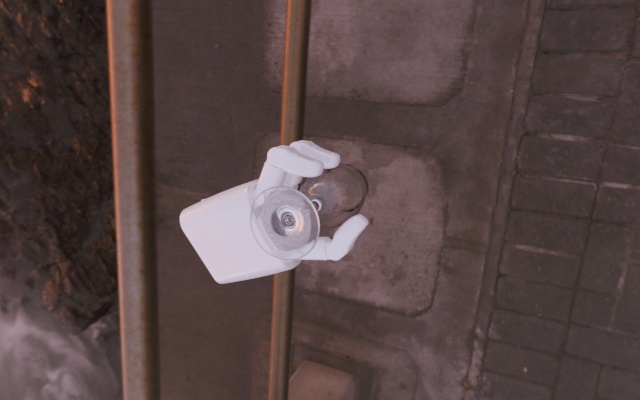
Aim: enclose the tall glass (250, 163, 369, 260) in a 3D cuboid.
[{"bbox_3d":[0.000,0.002,0.550,0.079,0.079,0.201,0,12,22],"label":"tall glass"}]
